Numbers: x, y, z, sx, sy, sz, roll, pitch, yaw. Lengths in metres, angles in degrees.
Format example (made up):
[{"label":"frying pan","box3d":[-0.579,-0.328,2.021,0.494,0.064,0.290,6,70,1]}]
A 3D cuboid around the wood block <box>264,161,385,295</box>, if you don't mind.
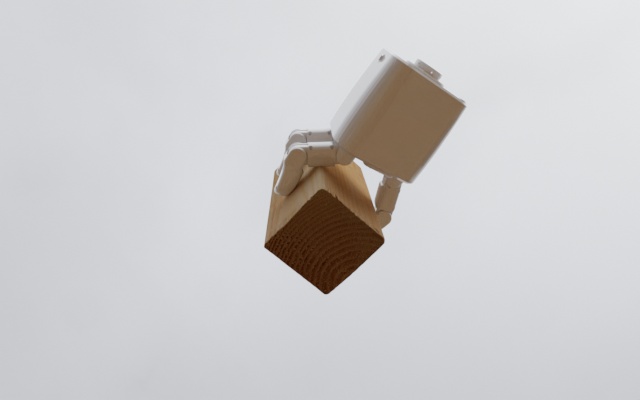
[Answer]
[{"label":"wood block","box3d":[0.001,0.002,0.565,0.091,0.090,0.206,40,17,-17]}]
